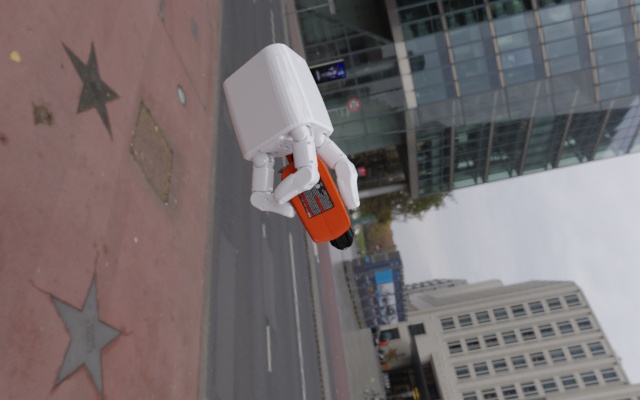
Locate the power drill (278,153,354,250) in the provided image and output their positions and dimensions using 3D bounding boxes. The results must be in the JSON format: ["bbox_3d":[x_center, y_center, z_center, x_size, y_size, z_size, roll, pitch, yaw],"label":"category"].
[{"bbox_3d":[0.000,0.002,0.665,0.057,0.184,0.187,-28,7,2],"label":"power drill"}]
